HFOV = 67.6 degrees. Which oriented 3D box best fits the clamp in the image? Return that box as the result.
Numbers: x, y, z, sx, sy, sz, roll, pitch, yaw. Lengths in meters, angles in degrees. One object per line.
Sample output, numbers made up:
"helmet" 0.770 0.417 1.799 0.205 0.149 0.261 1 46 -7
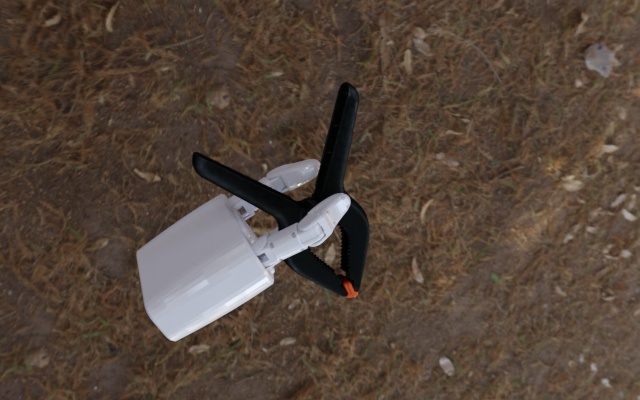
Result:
"clamp" 0.000 0.002 0.466 0.164 0.210 0.036 -33 23 -5
